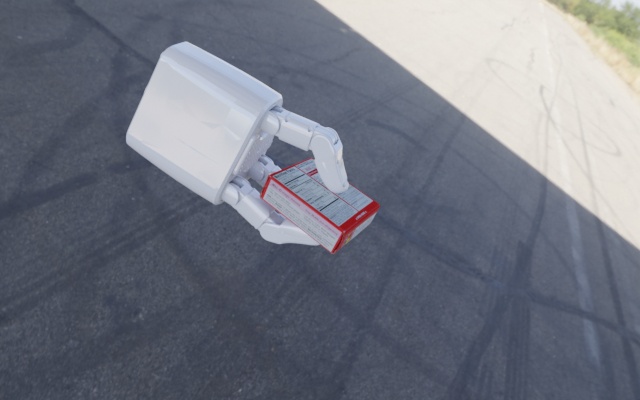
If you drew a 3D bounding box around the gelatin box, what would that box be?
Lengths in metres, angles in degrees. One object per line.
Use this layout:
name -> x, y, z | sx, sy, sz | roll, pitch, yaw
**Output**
gelatin box -> 0.001, 0.001, 0.444 | 0.089, 0.030, 0.073 | 36, 33, 16
